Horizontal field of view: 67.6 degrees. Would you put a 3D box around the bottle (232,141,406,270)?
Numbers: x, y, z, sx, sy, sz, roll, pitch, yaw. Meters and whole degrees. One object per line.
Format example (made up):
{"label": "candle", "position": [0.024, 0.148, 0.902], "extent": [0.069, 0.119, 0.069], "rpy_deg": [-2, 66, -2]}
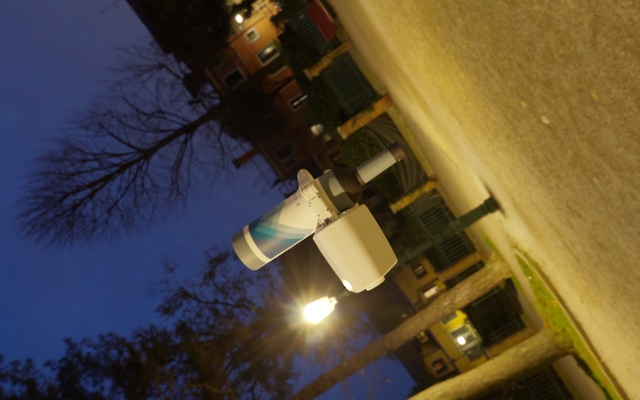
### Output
{"label": "bottle", "position": [0.000, 0.002, 0.736], "extent": [0.296, 0.069, 0.069], "rpy_deg": [-34, -6, 9]}
